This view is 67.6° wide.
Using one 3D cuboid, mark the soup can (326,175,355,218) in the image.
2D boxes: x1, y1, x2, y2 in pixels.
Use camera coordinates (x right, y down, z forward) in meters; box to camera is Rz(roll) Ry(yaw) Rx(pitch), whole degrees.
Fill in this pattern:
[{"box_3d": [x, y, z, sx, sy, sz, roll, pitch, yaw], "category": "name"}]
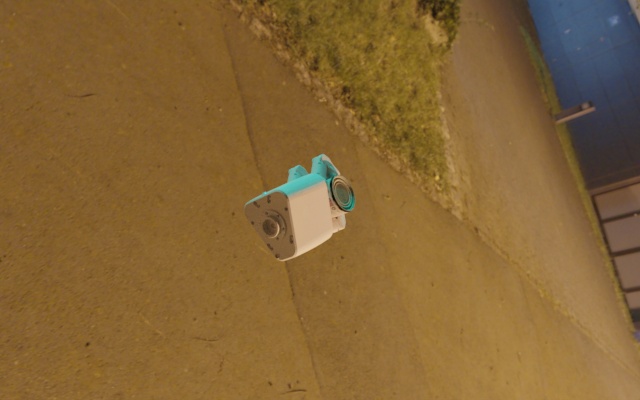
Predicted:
[{"box_3d": [0.001, 0.003, 0.824, 0.102, 0.068, 0.068, -22, -13, 34], "category": "soup can"}]
